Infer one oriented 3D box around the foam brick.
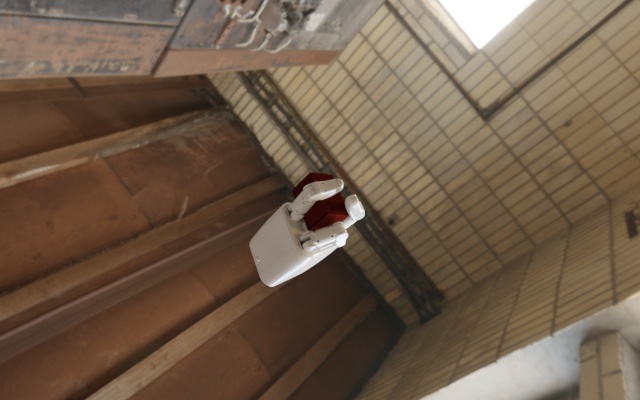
[{"bbox_3d":[0.000,0.002,0.748,0.053,0.078,0.051,6,-39,-44],"label":"foam brick"}]
